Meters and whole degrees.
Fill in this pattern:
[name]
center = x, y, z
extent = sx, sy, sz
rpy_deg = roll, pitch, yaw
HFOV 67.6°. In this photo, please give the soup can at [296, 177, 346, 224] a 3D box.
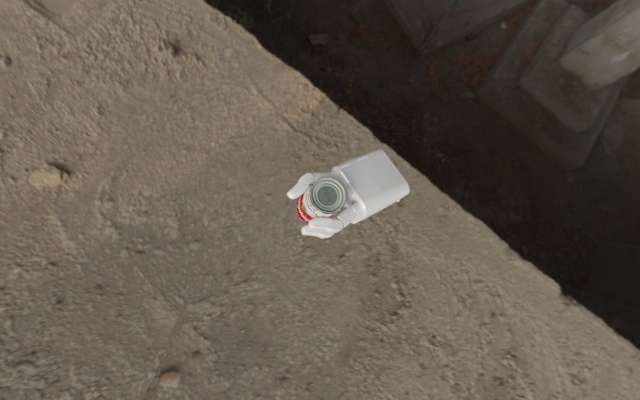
[soup can]
center = 0.000, 0.003, 0.863
extent = 0.068, 0.068, 0.102
rpy_deg = 0, -14, -16
